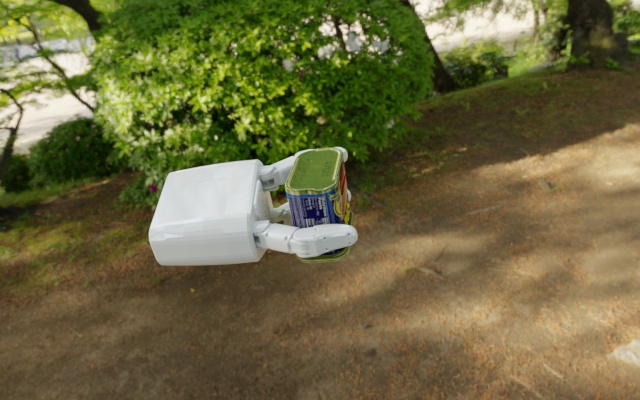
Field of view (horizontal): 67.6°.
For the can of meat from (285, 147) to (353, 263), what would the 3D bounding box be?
[{"bbox_3d":[0.000,0.001,0.505,0.057,0.084,0.102,-4,30,10],"label":"can of meat"}]
